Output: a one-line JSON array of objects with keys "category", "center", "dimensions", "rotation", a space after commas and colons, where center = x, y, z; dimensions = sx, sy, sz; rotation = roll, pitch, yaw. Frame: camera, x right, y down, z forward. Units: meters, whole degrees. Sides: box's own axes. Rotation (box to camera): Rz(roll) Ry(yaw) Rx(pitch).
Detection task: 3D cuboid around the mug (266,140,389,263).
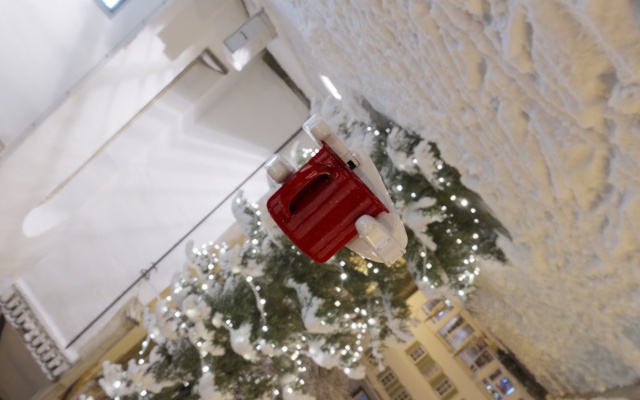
[{"category": "mug", "center": [-0.001, 0.001, 0.438], "dimensions": [0.081, 0.093, 0.117], "rotation": [-43, -23, 4]}]
